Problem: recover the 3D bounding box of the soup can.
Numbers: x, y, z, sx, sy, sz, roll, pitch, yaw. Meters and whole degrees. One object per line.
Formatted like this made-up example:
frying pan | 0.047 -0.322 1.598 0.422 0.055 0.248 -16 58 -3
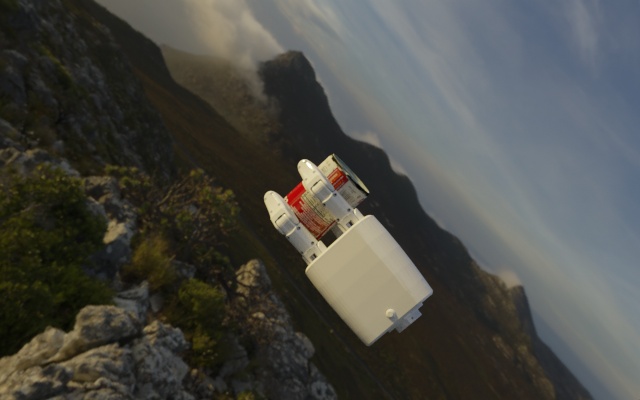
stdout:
soup can | 0.000 0.001 0.577 0.102 0.068 0.068 -43 -9 10
